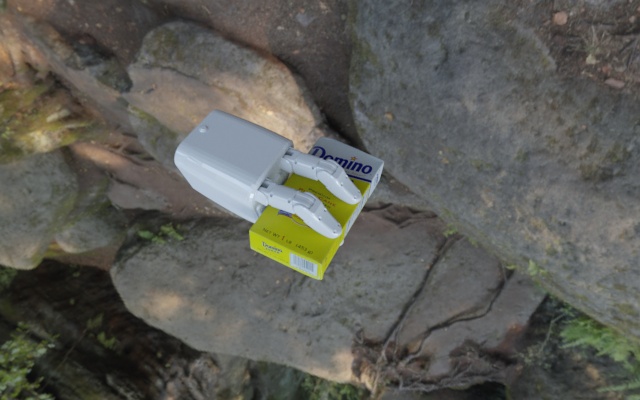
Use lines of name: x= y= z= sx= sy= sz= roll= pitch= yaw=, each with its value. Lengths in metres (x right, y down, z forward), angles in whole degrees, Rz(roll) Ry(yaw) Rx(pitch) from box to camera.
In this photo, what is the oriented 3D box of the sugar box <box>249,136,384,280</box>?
sugar box: x=0.000 y=0.002 z=0.576 sx=0.093 sy=0.176 sz=0.048 roll=24 pitch=-34 yaw=13
